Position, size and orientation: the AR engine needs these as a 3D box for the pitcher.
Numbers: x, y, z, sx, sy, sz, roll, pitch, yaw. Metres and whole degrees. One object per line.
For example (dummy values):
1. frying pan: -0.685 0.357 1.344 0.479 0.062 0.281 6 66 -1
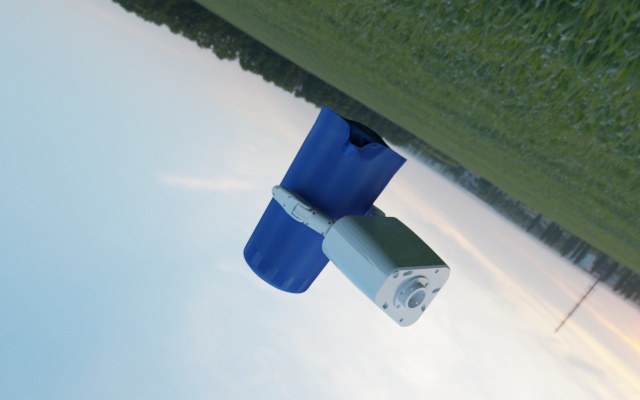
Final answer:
1. pitcher: 0.000 0.002 0.665 0.149 0.243 0.145 24 14 -44
